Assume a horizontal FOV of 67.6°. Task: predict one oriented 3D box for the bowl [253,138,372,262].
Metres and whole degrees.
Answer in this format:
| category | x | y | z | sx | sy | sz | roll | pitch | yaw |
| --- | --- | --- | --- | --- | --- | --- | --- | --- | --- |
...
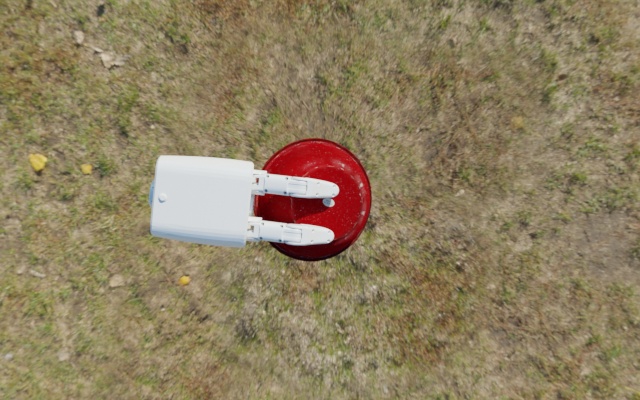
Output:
| category | x | y | z | sx | sy | sz | roll | pitch | yaw |
| --- | --- | --- | --- | --- | --- | --- | --- | --- | --- |
| bowl | 0.001 | 0.002 | 0.598 | 0.162 | 0.162 | 0.055 | 0 | 5 | -18 |
